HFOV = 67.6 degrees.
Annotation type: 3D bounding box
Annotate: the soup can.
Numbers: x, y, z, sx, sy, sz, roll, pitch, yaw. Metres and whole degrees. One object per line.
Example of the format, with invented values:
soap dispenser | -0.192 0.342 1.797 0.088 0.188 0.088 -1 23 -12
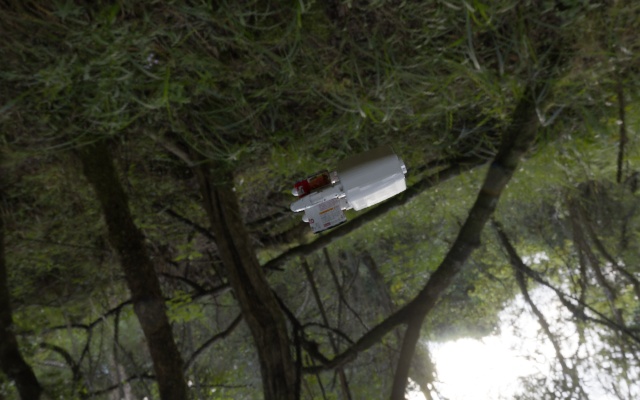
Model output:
soup can | 0.000 0.003 0.874 0.068 0.102 0.068 -22 0 0
